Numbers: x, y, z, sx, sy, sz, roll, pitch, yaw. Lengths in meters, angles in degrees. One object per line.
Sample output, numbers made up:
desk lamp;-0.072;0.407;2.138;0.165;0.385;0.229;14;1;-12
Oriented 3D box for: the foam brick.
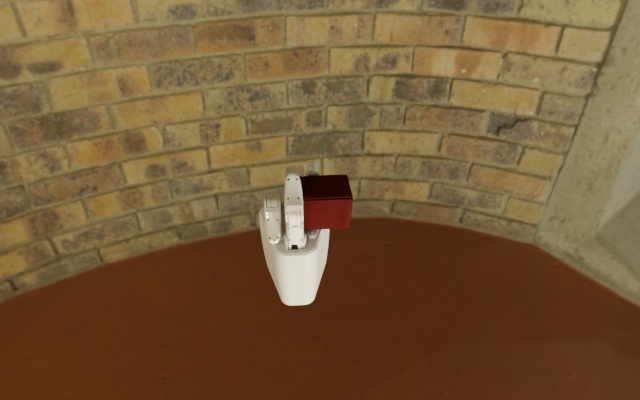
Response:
foam brick;0.000;0.002;0.626;0.078;0.051;0.053;-2;38;-3
